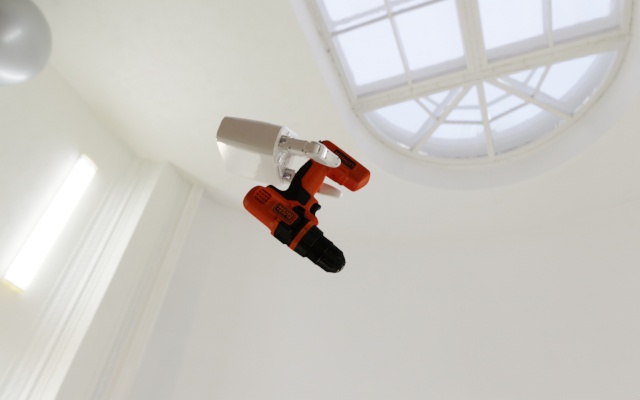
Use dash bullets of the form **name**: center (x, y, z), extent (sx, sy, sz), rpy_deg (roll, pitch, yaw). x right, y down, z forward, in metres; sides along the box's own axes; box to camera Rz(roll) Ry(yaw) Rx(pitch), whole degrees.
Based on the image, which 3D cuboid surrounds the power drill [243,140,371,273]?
- **power drill**: center (0.000, 0.002, 0.755), extent (0.187, 0.184, 0.057), rpy_deg (-47, -7, -34)
